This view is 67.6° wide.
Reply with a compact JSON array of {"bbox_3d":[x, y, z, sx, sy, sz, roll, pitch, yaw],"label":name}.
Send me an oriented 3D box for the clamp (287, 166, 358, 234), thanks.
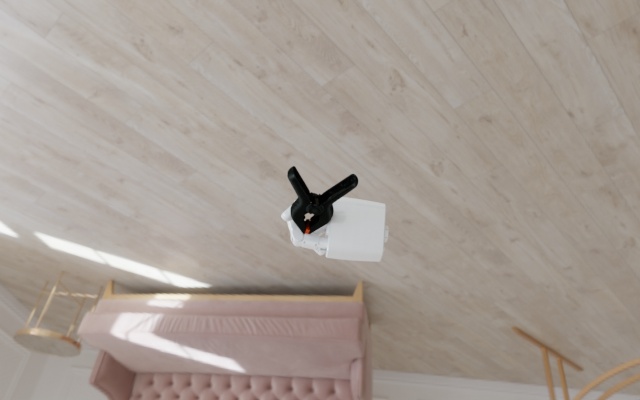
[{"bbox_3d":[0.000,0.003,0.851,0.120,0.039,0.172,6,-37,0],"label":"clamp"}]
